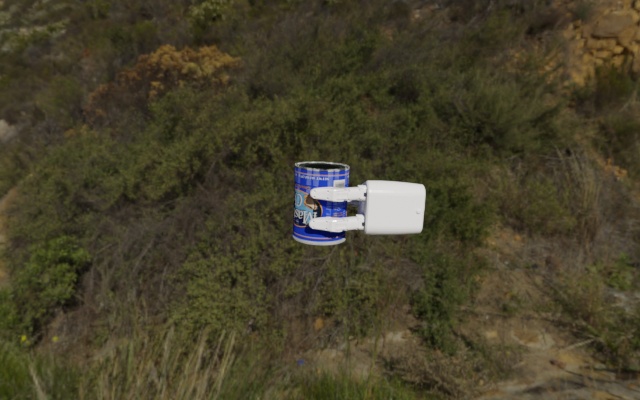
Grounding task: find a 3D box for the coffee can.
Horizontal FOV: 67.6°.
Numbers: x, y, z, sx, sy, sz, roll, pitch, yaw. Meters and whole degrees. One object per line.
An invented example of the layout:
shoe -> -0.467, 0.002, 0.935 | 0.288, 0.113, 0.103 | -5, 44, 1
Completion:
coffee can -> 0.000, 0.003, 0.897 | 0.103, 0.140, 0.102 | 2, 12, -1
